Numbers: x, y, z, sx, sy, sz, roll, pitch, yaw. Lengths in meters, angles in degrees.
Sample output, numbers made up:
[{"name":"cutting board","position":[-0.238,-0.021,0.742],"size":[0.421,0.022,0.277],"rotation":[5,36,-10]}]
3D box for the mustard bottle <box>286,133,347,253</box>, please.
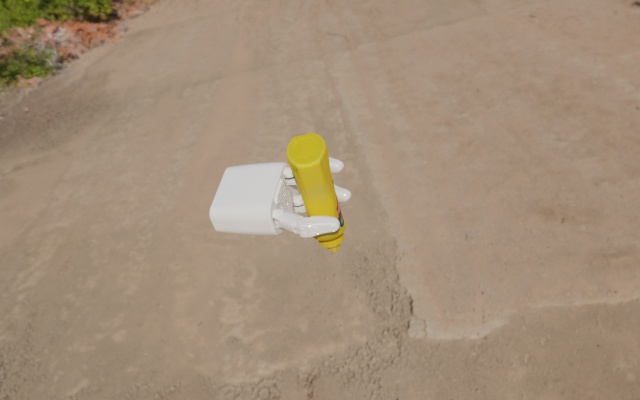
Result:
[{"name":"mustard bottle","position":[0.000,0.002,0.715],"size":[0.058,0.192,0.096],"rotation":[-15,34,1]}]
